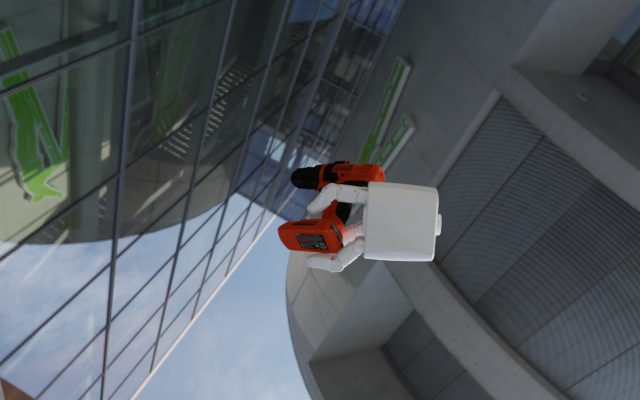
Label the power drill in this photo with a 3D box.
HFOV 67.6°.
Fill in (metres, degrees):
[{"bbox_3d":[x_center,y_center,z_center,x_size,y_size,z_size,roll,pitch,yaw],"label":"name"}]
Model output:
[{"bbox_3d":[0.000,0.003,0.818,0.184,0.057,0.187,-1,42,31],"label":"power drill"}]
